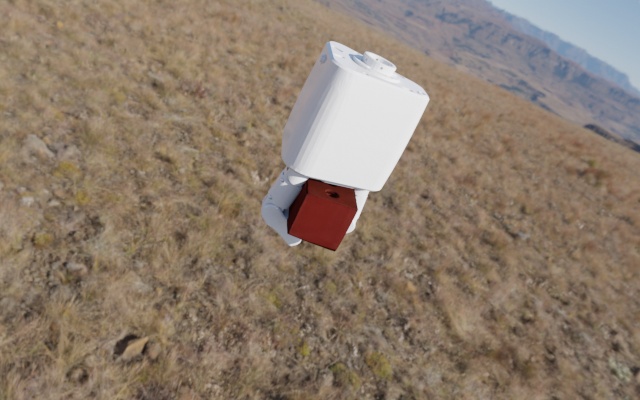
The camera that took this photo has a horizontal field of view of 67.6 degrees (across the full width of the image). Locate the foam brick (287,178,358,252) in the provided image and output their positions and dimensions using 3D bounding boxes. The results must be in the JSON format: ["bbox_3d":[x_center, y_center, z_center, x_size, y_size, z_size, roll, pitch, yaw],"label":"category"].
[{"bbox_3d":[0.000,0.002,0.475,0.053,0.051,0.078,20,28,-15],"label":"foam brick"}]
